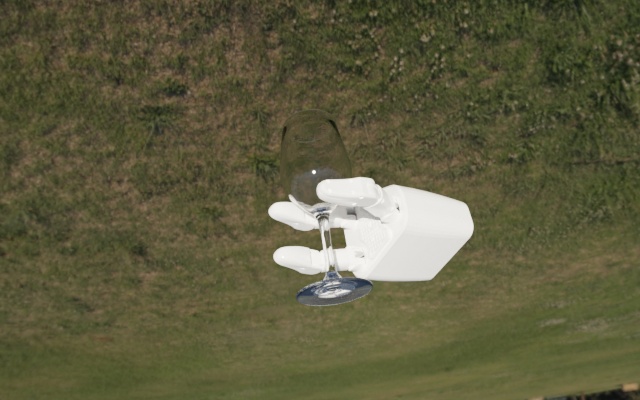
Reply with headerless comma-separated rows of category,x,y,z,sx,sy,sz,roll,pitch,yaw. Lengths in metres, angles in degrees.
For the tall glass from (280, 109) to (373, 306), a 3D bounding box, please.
tall glass,0.000,0.002,0.499,0.079,0.201,0.079,-7,-28,-4
